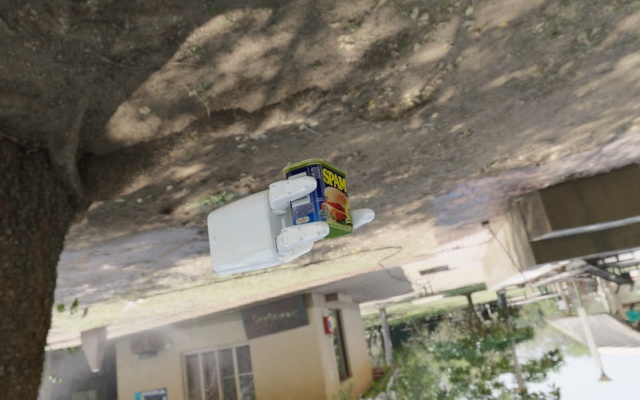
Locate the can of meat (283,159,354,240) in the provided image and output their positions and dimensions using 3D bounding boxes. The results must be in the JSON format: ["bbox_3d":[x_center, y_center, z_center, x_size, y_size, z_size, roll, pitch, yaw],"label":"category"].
[{"bbox_3d":[0.000,0.002,0.613,0.057,0.084,0.102,-15,-16,24],"label":"can of meat"}]
